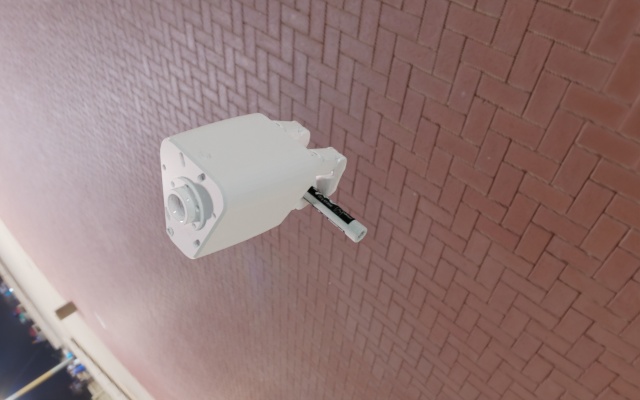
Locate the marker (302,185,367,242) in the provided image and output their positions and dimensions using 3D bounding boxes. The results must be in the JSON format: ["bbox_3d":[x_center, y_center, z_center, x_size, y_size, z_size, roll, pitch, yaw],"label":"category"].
[{"bbox_3d":[0.000,0.002,0.520,0.121,0.020,0.020,40,19,24],"label":"marker"}]
